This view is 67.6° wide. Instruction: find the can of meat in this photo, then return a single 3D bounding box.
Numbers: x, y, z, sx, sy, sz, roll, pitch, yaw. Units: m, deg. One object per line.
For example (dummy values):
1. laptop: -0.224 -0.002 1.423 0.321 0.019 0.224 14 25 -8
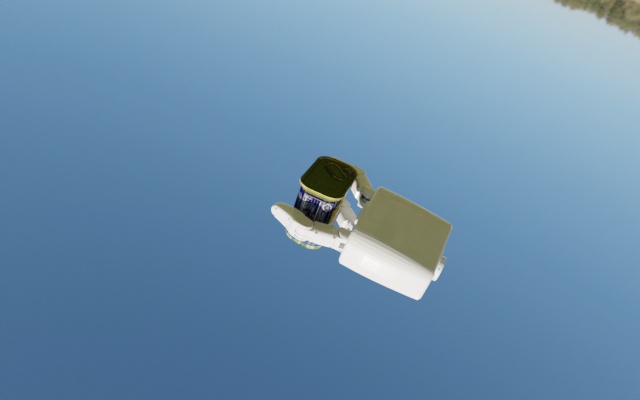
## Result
1. can of meat: 0.000 0.002 0.622 0.057 0.084 0.102 24 31 7
